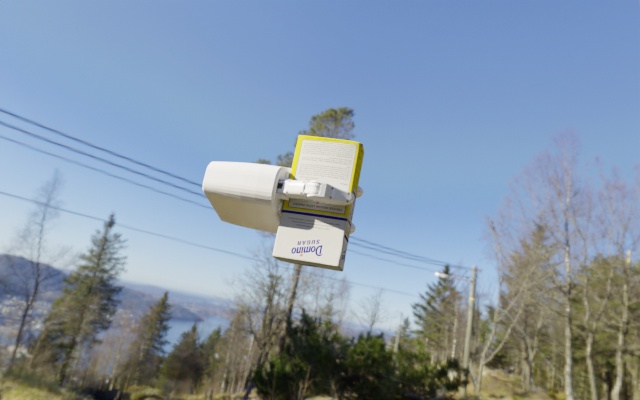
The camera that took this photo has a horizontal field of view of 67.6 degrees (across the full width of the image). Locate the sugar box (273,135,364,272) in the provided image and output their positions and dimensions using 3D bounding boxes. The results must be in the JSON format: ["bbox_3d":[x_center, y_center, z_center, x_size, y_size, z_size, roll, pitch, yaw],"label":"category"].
[{"bbox_3d":[0.000,0.002,0.654,0.093,0.176,0.048,8,-13,14],"label":"sugar box"}]
